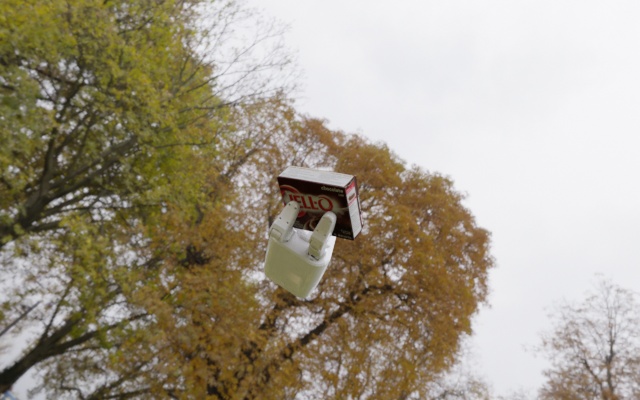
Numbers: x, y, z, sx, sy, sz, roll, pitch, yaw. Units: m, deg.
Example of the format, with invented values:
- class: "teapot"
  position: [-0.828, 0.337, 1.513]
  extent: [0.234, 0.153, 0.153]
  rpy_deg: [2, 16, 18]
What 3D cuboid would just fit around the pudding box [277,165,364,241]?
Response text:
- class: "pudding box"
  position: [0.000, 0.002, 0.671]
  extent: [0.113, 0.090, 0.039]
  rpy_deg: [9, 39, 29]
